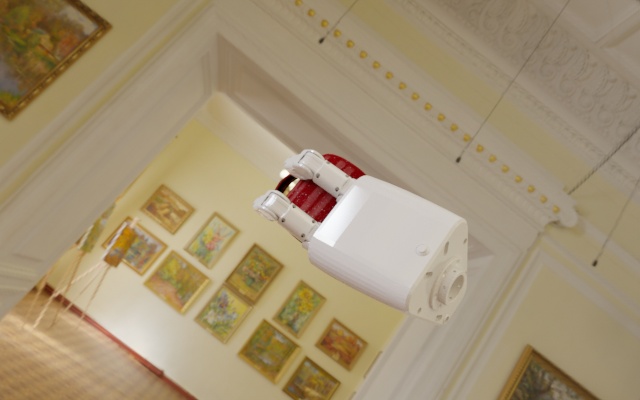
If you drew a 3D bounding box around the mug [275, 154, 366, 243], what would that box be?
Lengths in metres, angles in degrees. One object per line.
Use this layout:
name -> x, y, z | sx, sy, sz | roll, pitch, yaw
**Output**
mug -> -0.001, 0.001, 0.509 | 0.117, 0.081, 0.093 | 27, -20, 37
